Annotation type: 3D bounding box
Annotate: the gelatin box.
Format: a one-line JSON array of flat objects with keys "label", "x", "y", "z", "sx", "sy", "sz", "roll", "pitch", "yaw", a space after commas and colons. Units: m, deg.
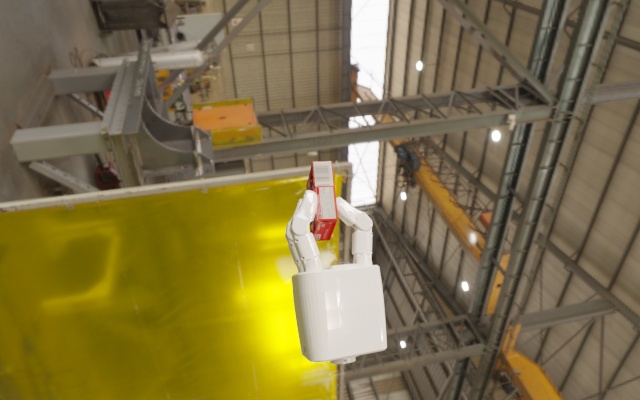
[{"label": "gelatin box", "x": 0.001, "y": 0.002, "z": 0.644, "sx": 0.030, "sy": 0.089, "sz": 0.073, "roll": -1, "pitch": -24, "yaw": -9}]
